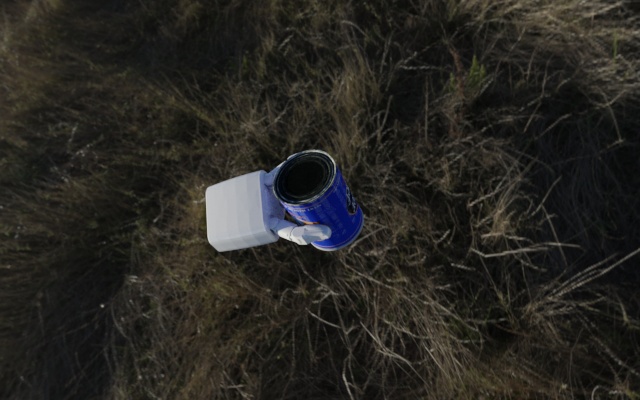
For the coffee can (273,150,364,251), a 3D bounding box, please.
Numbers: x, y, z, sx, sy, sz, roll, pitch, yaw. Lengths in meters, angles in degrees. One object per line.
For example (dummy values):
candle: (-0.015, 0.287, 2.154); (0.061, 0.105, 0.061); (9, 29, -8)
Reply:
coffee can: (0.000, 0.003, 0.759); (0.103, 0.102, 0.140); (0, -33, 25)
